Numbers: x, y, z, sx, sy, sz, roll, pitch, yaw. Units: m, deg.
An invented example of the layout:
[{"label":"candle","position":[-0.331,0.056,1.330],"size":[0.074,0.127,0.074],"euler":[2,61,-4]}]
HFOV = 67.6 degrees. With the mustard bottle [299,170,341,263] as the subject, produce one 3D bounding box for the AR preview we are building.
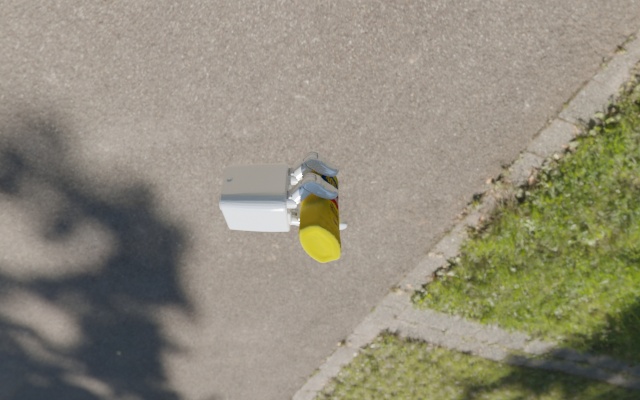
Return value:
[{"label":"mustard bottle","position":[0.000,0.003,0.802],"size":[0.058,0.191,0.096],"euler":[-17,-47,17]}]
